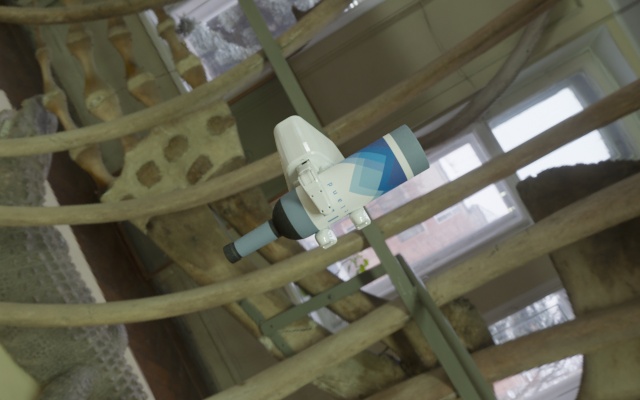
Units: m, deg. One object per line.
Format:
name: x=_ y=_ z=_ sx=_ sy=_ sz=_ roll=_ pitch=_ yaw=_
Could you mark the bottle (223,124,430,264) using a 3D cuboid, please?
bottle: x=0.000 y=0.002 z=0.641 sx=0.296 sy=0.069 sz=0.069 roll=-30 pitch=-4 yaw=6
